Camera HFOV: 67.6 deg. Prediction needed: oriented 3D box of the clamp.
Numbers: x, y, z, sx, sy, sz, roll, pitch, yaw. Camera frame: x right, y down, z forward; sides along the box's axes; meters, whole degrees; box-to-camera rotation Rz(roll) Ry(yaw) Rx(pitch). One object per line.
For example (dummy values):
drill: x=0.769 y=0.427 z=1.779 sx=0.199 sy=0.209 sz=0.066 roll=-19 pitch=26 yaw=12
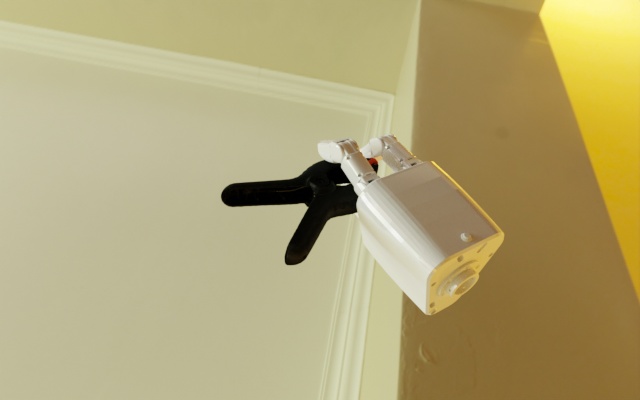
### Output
clamp: x=0.000 y=0.002 z=0.481 sx=0.171 sy=0.039 sz=0.120 roll=-20 pitch=51 yaw=-24
